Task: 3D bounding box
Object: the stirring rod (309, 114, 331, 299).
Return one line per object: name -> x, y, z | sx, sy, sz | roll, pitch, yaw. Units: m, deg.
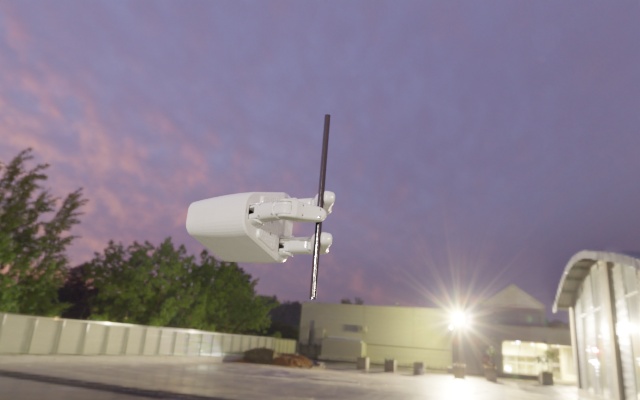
stirring rod -> 0.000, 0.002, 0.600 | 0.011, 0.239, 0.011 | 4, -16, 1
